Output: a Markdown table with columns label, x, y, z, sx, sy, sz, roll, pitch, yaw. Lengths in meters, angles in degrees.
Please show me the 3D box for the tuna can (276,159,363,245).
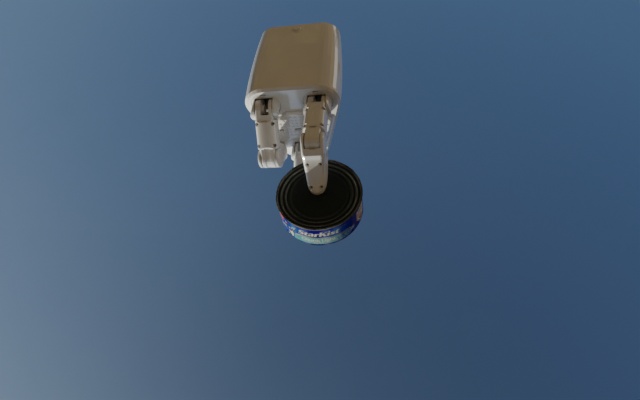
| label | x | y | z | sx | sy | sz | roll | pitch | yaw |
| --- | --- | --- | --- | --- | --- | --- | --- | --- | --- |
| tuna can | 0.000 | 0.002 | 0.480 | 0.086 | 0.086 | 0.034 | 0 | -35 | 7 |
